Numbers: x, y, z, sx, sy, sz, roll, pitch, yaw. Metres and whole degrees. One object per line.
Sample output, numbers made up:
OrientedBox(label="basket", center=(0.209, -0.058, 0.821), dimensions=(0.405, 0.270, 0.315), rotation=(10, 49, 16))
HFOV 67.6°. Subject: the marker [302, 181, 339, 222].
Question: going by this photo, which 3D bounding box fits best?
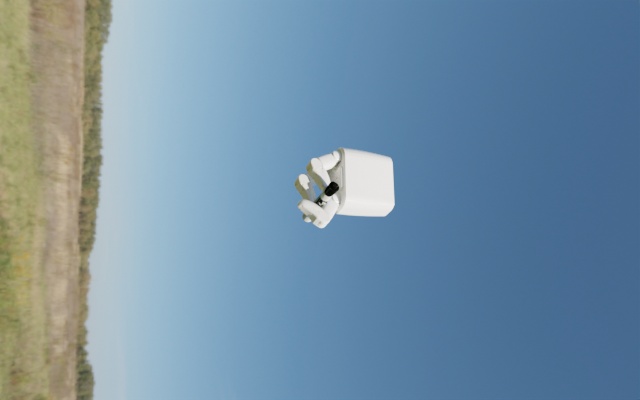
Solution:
OrientedBox(label="marker", center=(0.000, 0.003, 0.817), dimensions=(0.020, 0.020, 0.121), rotation=(0, -28, -27))
